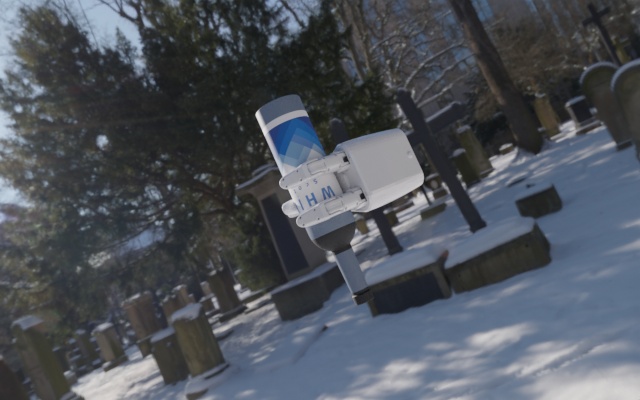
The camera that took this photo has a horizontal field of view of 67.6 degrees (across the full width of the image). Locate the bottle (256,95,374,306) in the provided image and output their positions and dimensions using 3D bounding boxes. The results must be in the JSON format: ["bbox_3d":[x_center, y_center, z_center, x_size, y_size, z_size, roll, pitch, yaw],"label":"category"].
[{"bbox_3d":[0.000,0.002,0.654,0.069,0.295,0.069,-24,-5,-2],"label":"bottle"}]
